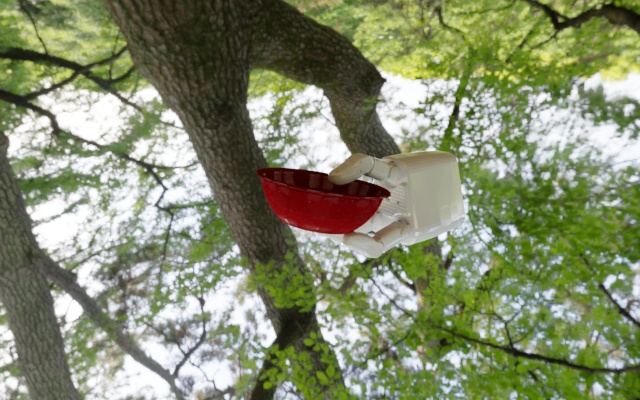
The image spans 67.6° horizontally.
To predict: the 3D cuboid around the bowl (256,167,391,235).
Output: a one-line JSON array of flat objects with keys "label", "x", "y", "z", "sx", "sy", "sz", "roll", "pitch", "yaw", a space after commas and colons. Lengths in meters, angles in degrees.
[{"label": "bowl", "x": -0.001, "y": 0.002, "z": 0.574, "sx": 0.162, "sy": 0.055, "sz": 0.162, "roll": 10, "pitch": 10, "yaw": -2}]
